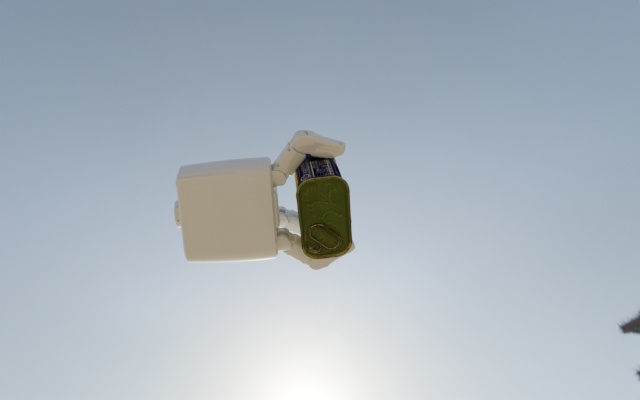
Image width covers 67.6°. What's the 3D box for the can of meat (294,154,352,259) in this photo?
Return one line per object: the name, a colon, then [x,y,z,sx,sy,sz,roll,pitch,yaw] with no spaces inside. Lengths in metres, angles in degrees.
can of meat: [0.000,0.002,0.553,0.057,0.102,0.084,-8,29,-4]
